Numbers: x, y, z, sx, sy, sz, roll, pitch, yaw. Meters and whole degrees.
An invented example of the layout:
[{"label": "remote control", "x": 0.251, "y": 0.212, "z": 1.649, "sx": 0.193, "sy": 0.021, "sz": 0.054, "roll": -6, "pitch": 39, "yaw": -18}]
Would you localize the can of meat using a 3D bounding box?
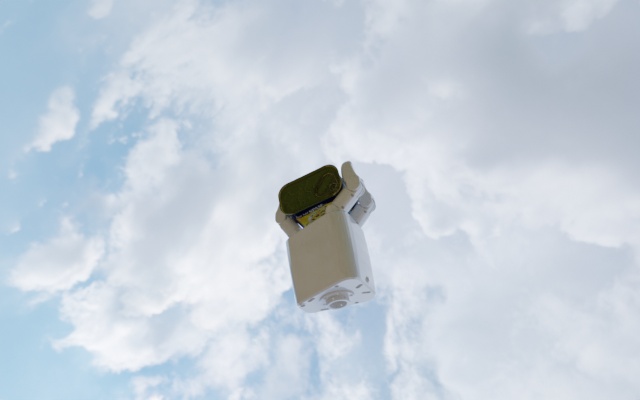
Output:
[{"label": "can of meat", "x": 0.000, "y": 0.003, "z": 0.736, "sx": 0.102, "sy": 0.057, "sz": 0.084, "roll": -25, "pitch": -37, "yaw": 14}]
